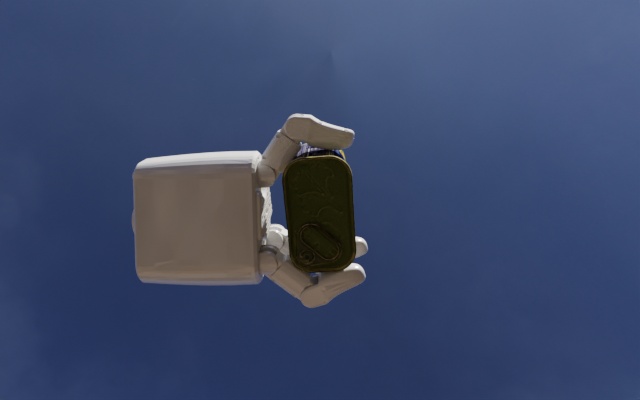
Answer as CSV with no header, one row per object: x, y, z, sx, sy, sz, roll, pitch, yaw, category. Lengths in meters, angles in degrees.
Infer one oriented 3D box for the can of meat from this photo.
0.000,0.001,0.434,0.057,0.102,0.084,-4,17,2,can of meat
